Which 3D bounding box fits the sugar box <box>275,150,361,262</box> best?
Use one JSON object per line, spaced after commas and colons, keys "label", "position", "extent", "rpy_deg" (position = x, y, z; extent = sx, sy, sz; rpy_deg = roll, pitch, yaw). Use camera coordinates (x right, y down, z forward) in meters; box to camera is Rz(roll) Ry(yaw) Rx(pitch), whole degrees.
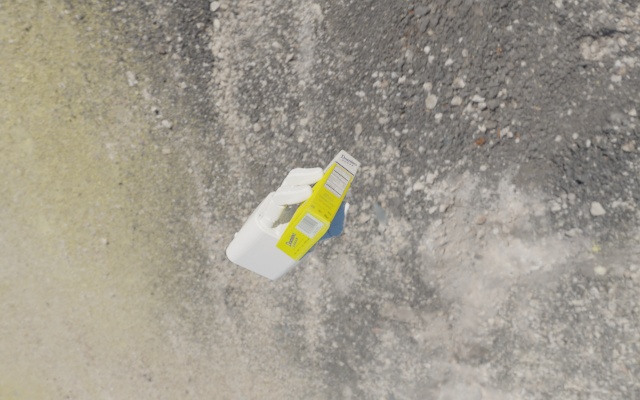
{"label": "sugar box", "position": [0.000, 0.002, 0.719], "extent": [0.048, 0.093, 0.176], "rpy_deg": [36, 37, -8]}
